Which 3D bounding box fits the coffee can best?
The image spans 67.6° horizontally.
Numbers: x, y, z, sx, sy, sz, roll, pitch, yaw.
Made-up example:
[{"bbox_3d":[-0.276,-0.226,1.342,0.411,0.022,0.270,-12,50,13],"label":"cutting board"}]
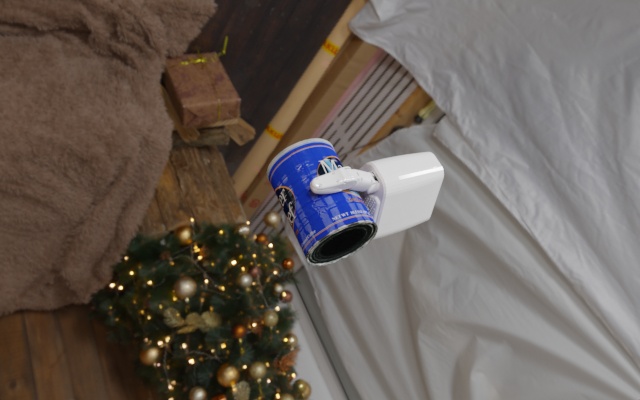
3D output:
[{"bbox_3d":[0.000,0.002,0.644,0.103,0.140,0.103,-22,-27,-11],"label":"coffee can"}]
